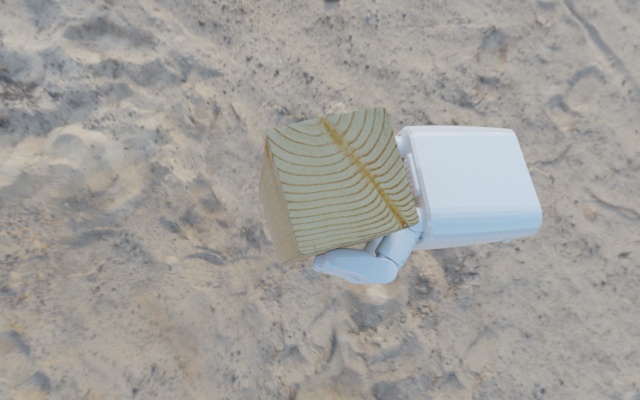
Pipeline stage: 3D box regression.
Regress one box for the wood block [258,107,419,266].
[{"bbox_3d":[0.000,0.001,0.426,0.090,0.091,0.206,-14,-8,-11],"label":"wood block"}]
